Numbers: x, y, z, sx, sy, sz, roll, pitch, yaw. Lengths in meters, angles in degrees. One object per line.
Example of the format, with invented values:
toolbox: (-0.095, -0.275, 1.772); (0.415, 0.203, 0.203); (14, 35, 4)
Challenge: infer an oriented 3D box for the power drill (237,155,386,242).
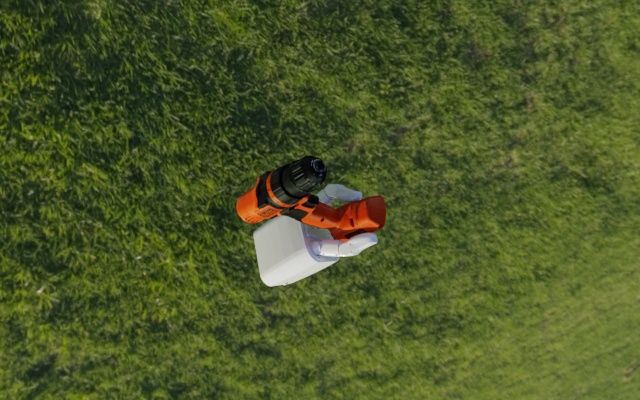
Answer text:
power drill: (0.000, 0.002, 0.670); (0.188, 0.057, 0.184); (18, -26, -32)
